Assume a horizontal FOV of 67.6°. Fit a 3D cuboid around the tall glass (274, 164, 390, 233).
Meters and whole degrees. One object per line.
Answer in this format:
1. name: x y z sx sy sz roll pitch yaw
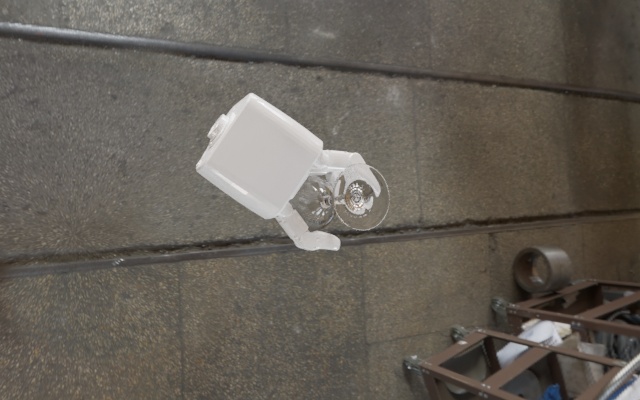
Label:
1. tall glass: 0.000 0.002 0.613 0.079 0.079 0.201 0 -4 -27
